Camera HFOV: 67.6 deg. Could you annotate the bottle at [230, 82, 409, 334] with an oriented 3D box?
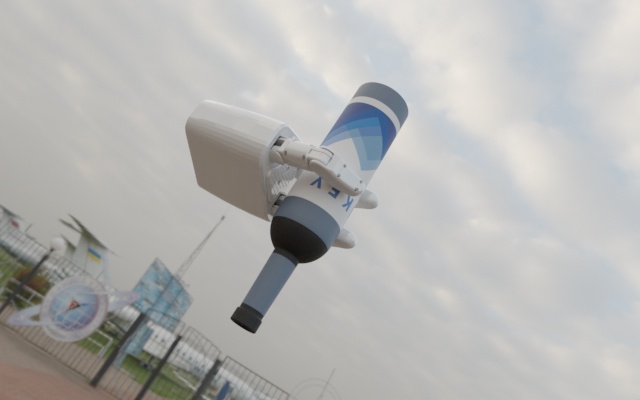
[{"bbox_3d":[0.000,0.001,0.497,0.069,0.295,0.069,27,-24,13],"label":"bottle"}]
